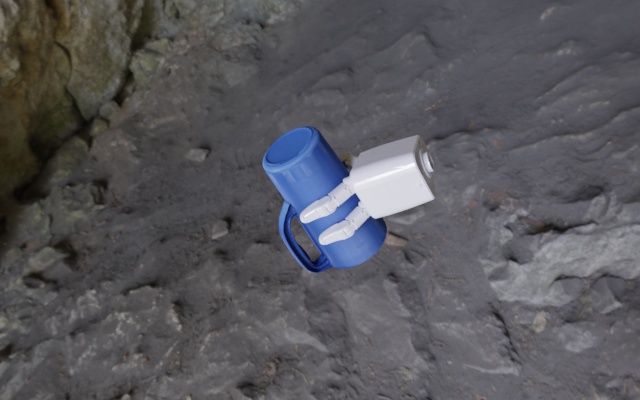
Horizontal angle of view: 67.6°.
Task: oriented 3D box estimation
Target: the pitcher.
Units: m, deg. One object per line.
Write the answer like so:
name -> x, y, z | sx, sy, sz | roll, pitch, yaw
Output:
pitcher -> 0.000, 0.003, 0.822 | 0.145, 0.243, 0.149 | -17, 37, 26
